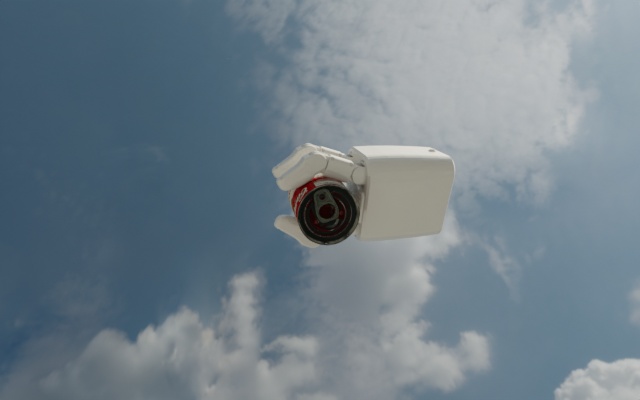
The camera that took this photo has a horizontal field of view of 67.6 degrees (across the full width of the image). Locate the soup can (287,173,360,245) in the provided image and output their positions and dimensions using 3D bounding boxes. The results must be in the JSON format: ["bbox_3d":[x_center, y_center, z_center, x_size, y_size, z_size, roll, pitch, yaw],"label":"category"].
[{"bbox_3d":[0.000,0.002,0.553,0.068,0.068,0.102,0,16,-11],"label":"soup can"}]
